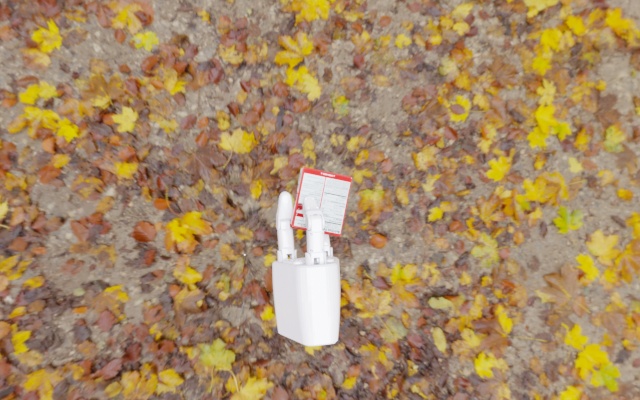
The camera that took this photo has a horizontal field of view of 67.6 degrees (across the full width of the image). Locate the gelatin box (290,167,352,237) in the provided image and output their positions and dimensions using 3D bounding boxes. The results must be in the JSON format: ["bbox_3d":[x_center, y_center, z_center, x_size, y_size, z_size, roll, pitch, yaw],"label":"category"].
[{"bbox_3d":[0.000,0.002,0.687,0.073,0.089,0.030,11,1,-10],"label":"gelatin box"}]
